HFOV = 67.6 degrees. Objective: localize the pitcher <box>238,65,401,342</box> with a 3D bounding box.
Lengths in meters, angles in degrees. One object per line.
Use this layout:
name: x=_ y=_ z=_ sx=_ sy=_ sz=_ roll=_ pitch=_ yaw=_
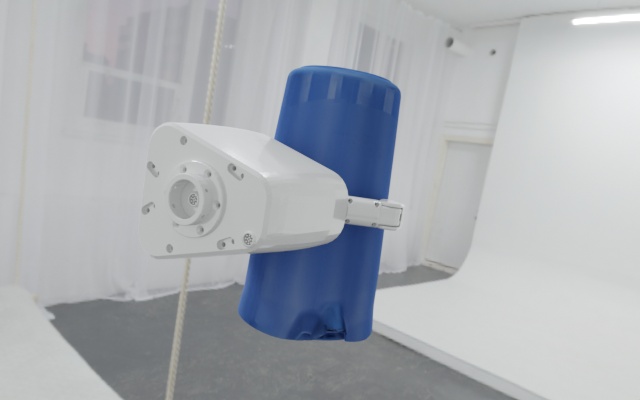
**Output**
pitcher: x=0.000 y=0.002 z=0.469 sx=0.149 sy=0.243 sz=0.145 roll=13 pitch=7 yaw=27
